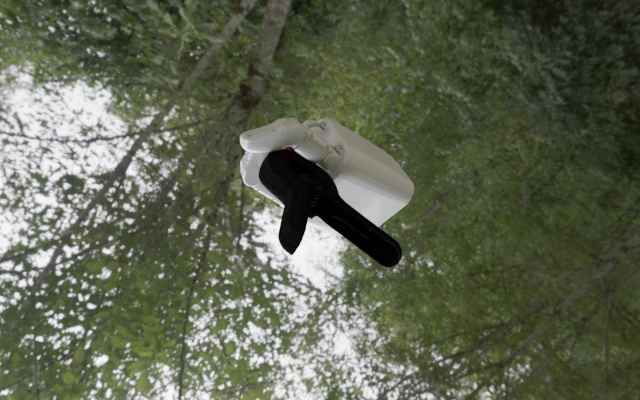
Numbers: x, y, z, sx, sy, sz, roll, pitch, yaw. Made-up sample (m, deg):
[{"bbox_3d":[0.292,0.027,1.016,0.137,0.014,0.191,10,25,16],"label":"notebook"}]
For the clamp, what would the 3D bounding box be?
[{"bbox_3d":[0.000,0.002,0.435,0.120,0.039,0.171,23,24,-32],"label":"clamp"}]
